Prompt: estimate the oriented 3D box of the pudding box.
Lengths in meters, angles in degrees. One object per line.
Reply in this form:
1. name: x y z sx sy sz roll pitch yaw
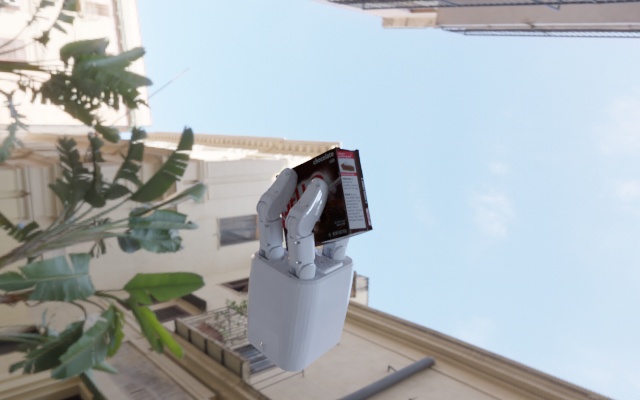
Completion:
1. pudding box: 0.000 0.002 0.516 0.039 0.090 0.113 -2 -12 -42
